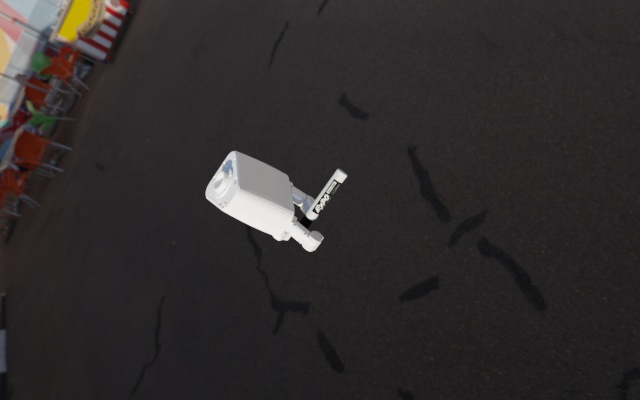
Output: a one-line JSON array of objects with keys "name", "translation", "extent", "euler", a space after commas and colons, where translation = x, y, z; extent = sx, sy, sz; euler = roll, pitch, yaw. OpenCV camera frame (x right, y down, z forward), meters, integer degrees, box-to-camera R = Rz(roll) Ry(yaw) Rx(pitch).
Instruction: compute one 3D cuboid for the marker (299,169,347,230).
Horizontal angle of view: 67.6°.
[{"name": "marker", "translation": [0.000, 0.003, 0.763], "extent": [0.020, 0.121, 0.020], "euler": [34, 13, -9]}]
